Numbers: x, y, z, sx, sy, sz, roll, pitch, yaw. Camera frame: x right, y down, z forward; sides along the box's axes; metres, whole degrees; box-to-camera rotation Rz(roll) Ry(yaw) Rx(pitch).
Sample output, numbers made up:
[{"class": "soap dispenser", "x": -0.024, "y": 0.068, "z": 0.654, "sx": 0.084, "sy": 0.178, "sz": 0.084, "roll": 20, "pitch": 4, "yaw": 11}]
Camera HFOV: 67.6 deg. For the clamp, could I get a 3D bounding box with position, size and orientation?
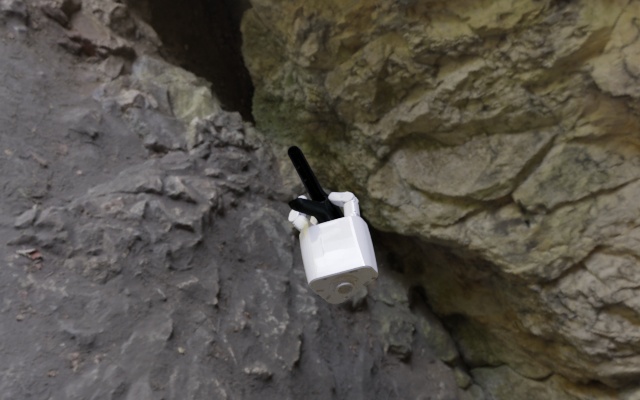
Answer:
[{"class": "clamp", "x": 0.001, "y": 0.003, "z": 0.888, "sx": 0.036, "sy": 0.164, "sz": 0.210, "roll": -27, "pitch": -45, "yaw": 19}]
